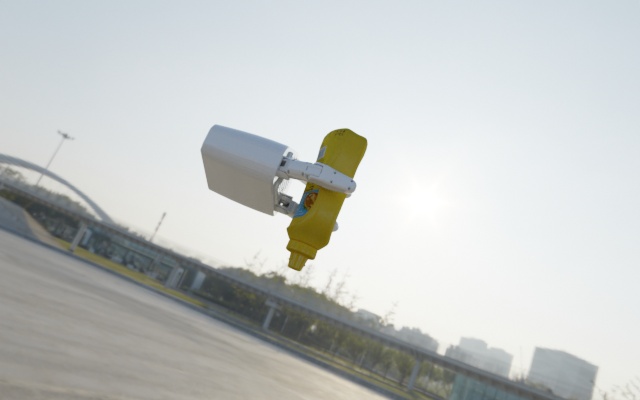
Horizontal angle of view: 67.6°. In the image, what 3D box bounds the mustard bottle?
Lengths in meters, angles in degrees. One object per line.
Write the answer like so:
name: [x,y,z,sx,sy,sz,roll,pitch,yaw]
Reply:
mustard bottle: [0.001,0.002,0.635,0.058,0.191,0.096,27,-17,-15]
